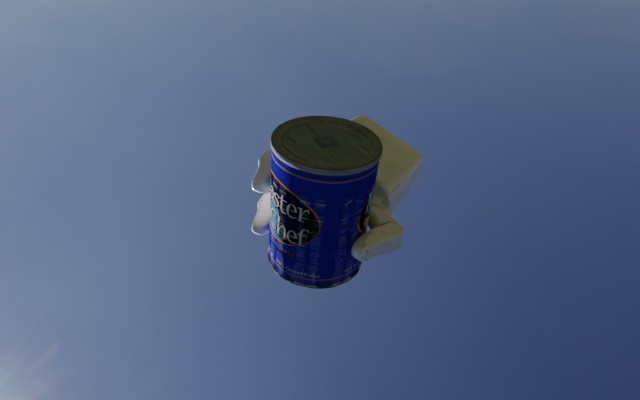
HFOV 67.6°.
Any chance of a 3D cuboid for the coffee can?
[{"bbox_3d":[0.000,0.002,0.474,0.103,0.140,0.102,4,35,-3],"label":"coffee can"}]
